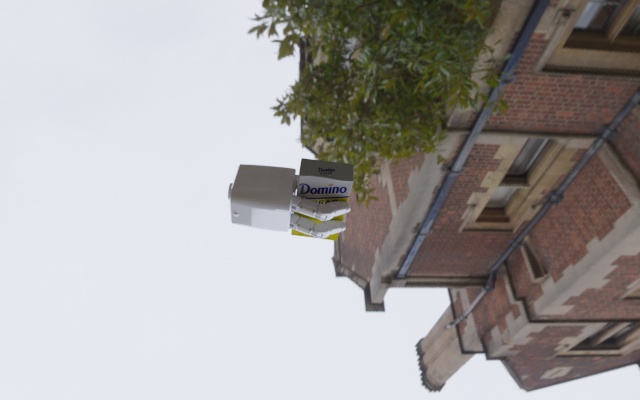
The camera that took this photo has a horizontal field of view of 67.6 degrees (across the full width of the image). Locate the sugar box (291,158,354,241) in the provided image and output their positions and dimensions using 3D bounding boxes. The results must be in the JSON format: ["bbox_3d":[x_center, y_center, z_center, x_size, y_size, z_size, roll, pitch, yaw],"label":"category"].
[{"bbox_3d":[0.000,0.003,0.862,0.093,0.048,0.176,7,-38,-3],"label":"sugar box"}]
